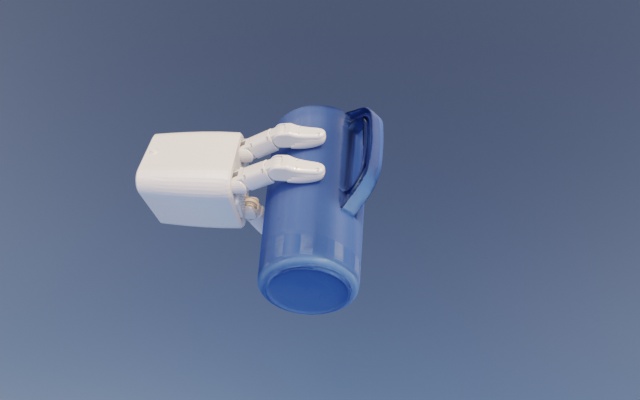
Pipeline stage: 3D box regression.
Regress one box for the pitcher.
[{"bbox_3d":[0.000,0.002,0.569,0.145,0.242,0.149,1,-43,3],"label":"pitcher"}]
